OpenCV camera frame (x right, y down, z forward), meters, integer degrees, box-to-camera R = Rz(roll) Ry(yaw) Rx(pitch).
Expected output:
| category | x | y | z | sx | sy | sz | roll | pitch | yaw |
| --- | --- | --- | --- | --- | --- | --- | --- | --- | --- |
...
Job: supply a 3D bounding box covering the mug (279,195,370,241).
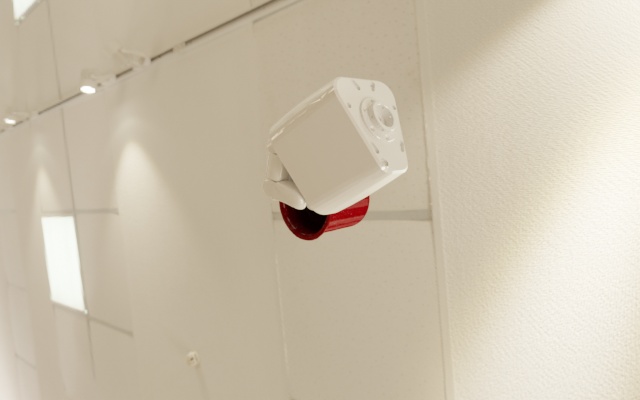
| category | x | y | z | sx | sy | sz | roll | pitch | yaw |
| --- | --- | --- | --- | --- | --- | --- | --- | --- | --- |
| mug | -0.001 | 0.003 | 0.612 | 0.081 | 0.093 | 0.117 | -9 | -13 | -44 |
